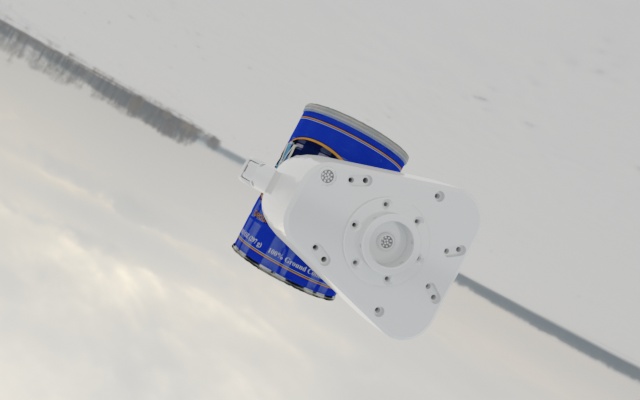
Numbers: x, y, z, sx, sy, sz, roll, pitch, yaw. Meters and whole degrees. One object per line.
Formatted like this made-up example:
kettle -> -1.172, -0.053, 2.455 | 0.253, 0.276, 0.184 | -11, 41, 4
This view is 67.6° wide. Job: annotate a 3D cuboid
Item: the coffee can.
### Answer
coffee can -> 0.000, 0.001, 0.422 | 0.103, 0.140, 0.103 | 28, -1, 0
